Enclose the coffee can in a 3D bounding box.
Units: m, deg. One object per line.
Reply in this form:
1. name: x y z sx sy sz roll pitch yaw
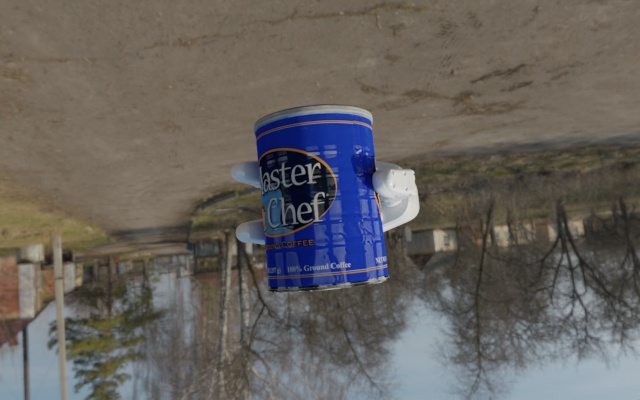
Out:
1. coffee can: 0.000 0.001 0.407 0.103 0.140 0.103 -5 -6 -1
